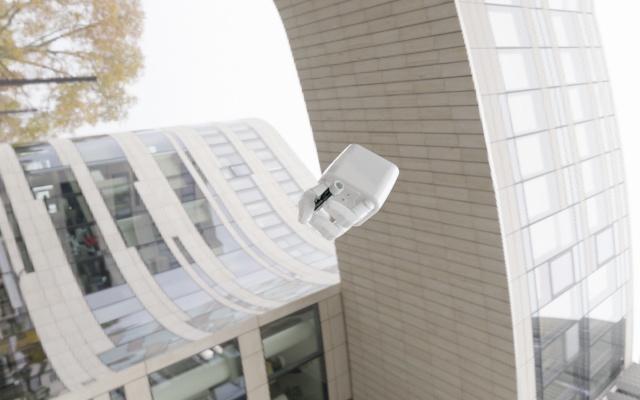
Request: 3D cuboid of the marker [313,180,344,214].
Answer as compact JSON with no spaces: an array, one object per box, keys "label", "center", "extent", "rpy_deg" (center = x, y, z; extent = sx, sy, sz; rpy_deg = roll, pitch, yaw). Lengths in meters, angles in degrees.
[{"label":"marker","center":[0.000,0.003,0.790],"extent":[0.020,0.020,0.121],"rpy_deg":[0,-26,-32]}]
